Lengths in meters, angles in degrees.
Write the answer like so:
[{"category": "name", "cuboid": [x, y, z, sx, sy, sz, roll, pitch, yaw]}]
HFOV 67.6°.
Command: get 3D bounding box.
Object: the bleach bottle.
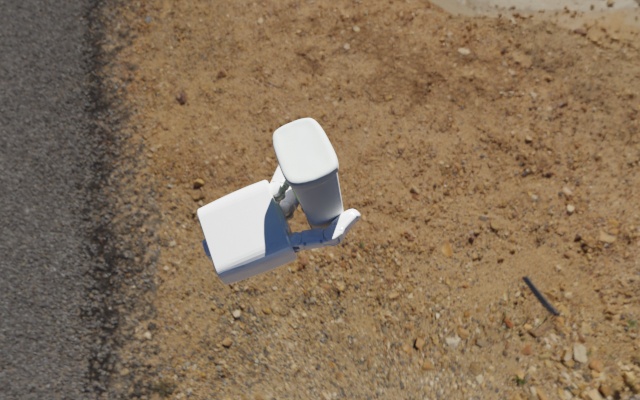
[{"category": "bleach bottle", "cuboid": [0.000, 0.002, 0.675, 0.068, 0.102, 0.251, -21, -34, -2]}]
